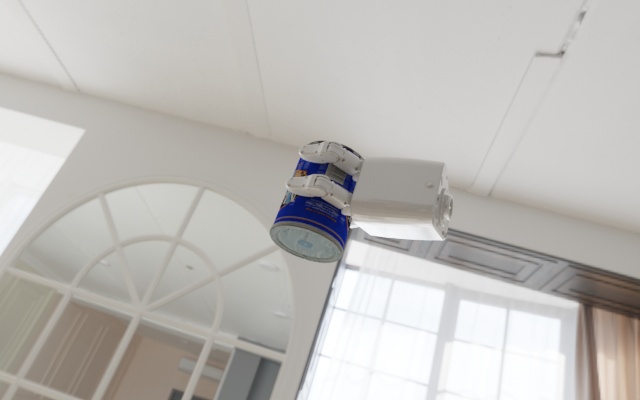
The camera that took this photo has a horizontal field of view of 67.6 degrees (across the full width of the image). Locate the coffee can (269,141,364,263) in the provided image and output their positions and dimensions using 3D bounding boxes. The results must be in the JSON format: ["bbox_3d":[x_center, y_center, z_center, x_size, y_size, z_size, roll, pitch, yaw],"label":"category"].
[{"bbox_3d":[0.000,0.002,0.671,0.103,0.140,0.103,15,-28,8],"label":"coffee can"}]
